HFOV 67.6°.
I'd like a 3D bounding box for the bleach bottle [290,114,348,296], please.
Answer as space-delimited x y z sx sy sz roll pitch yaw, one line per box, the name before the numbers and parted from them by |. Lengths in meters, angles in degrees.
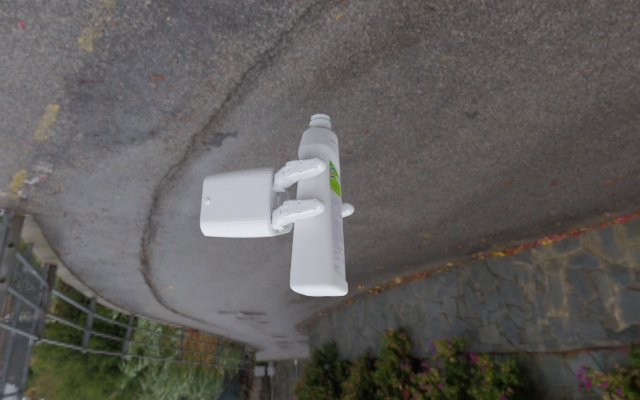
bleach bottle | 0.000 0.002 0.669 0.068 0.250 0.102 -3 -18 14
